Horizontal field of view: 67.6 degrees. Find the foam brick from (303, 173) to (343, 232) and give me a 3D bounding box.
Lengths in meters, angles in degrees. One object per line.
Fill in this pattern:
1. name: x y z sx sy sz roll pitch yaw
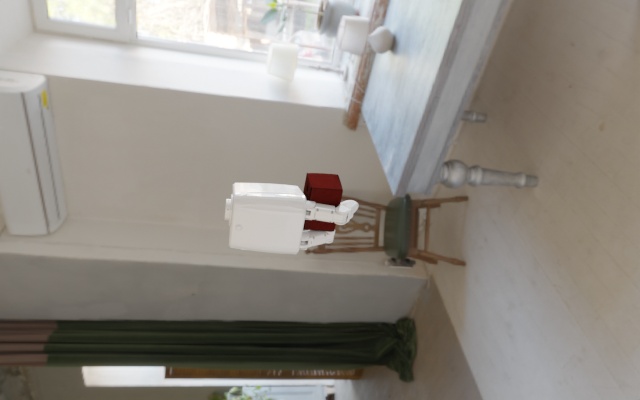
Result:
1. foam brick: 0.000 0.002 0.747 0.051 0.078 0.053 5 28 -11
